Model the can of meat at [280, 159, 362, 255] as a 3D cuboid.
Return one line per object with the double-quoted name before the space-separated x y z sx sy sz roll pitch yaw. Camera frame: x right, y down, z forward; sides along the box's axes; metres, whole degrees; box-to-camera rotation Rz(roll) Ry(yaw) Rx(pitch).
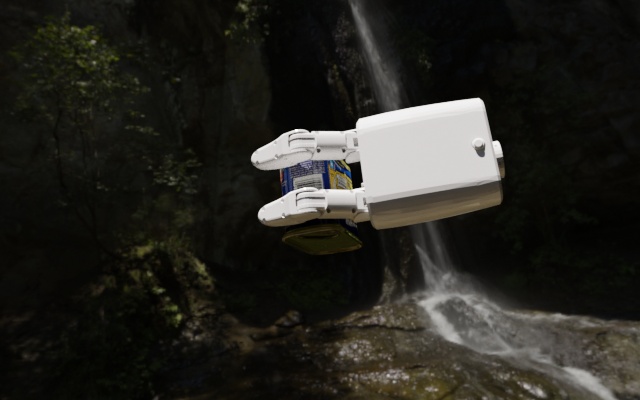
"can of meat" 0.000 0.001 0.460 0.057 0.084 0.102 -11 -18 16
